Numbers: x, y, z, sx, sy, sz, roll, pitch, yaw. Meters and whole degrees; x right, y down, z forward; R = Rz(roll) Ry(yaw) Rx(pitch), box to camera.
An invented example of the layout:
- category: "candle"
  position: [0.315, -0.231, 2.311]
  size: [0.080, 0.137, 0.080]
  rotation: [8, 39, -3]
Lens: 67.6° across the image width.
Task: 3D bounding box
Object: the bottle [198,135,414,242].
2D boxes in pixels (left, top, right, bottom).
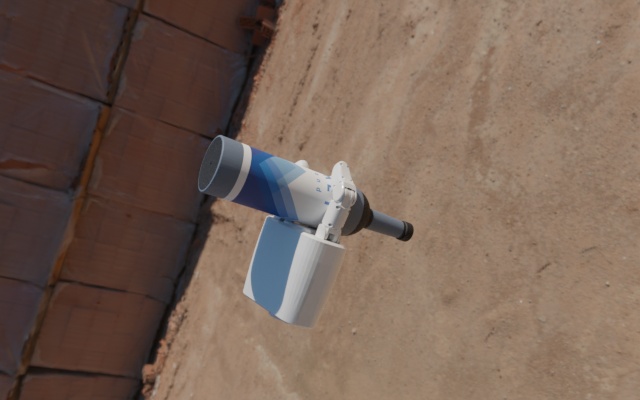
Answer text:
- category: "bottle"
  position: [0.000, 0.002, 0.595]
  size: [0.296, 0.069, 0.069]
  rotation: [19, -10, -29]
